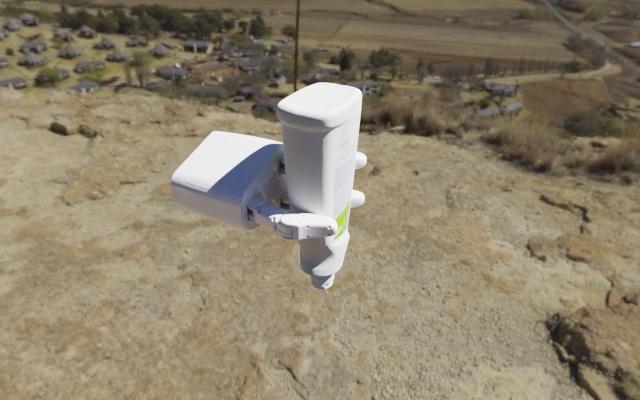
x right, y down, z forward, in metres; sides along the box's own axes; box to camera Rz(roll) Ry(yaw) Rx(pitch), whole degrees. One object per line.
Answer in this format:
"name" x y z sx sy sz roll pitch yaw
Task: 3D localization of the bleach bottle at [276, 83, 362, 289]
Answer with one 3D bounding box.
"bleach bottle" 0.000 0.002 0.546 0.068 0.251 0.102 16 34 23
